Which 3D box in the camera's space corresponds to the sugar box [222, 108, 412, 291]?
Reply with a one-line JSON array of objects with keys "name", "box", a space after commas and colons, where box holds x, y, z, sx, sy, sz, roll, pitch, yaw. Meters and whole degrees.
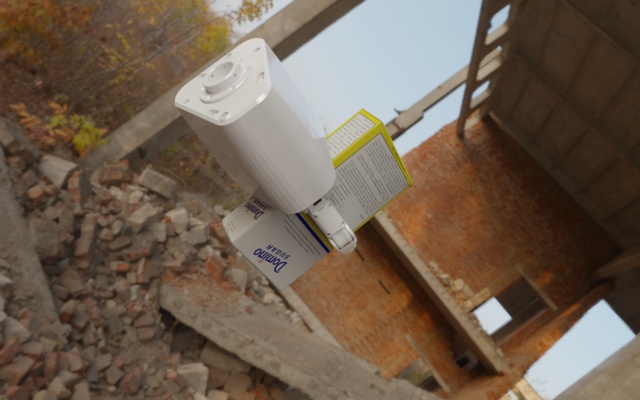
[{"name": "sugar box", "box": [0.000, 0.001, 0.470, 0.176, 0.093, 0.048, -37, 40, -1]}]
